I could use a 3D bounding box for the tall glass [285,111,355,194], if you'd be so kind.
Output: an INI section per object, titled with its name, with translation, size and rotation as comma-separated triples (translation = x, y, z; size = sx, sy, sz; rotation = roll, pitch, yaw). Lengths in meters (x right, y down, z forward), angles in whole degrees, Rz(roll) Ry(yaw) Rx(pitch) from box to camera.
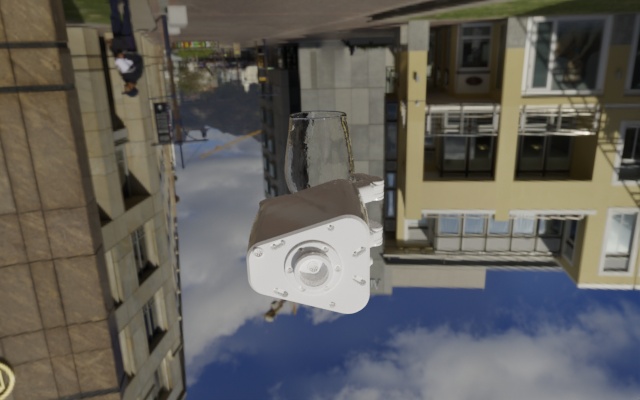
[tall glass]
translation = 0.000, 0.002, 0.545
size = 0.079, 0.201, 0.079
rotation = -1, 17, 0
